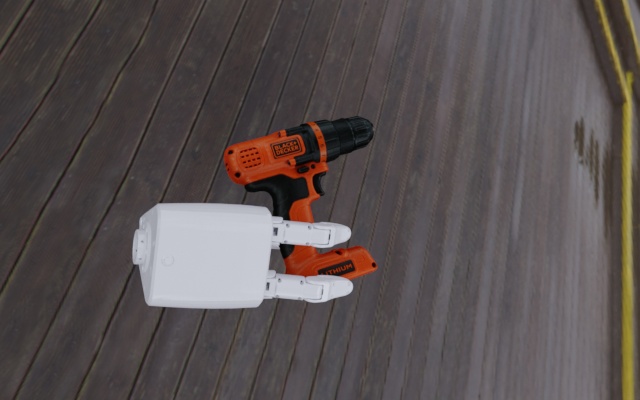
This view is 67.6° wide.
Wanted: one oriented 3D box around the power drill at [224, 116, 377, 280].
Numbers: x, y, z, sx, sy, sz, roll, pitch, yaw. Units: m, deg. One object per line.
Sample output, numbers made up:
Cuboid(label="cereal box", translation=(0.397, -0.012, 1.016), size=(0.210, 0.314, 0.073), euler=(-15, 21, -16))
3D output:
Cuboid(label="power drill", translation=(0.000, 0.002, 0.552), size=(0.184, 0.187, 0.057), euler=(-17, -5, -17))
